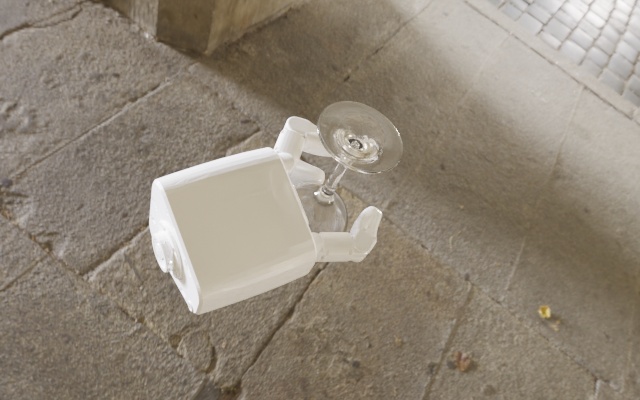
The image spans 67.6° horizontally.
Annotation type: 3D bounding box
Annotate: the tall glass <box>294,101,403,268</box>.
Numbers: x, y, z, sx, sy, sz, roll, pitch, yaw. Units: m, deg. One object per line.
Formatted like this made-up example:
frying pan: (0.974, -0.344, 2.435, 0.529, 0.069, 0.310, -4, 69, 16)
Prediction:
tall glass: (0.000, 0.001, 0.459, 0.079, 0.079, 0.201, 0, -33, -22)
